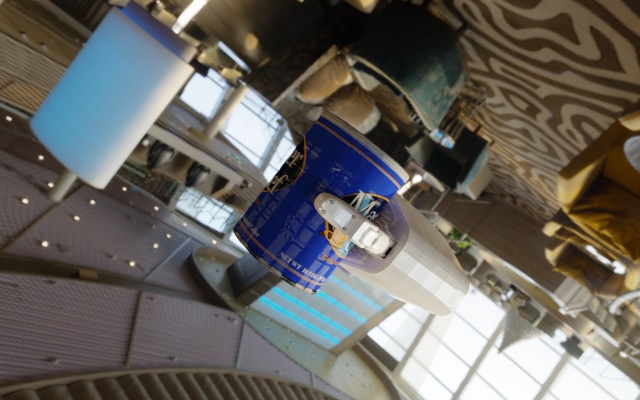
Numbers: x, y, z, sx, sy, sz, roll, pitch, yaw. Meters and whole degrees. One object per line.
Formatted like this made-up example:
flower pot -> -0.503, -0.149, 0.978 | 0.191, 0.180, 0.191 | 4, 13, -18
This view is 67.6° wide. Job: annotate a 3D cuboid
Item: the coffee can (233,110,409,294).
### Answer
coffee can -> 0.000, 0.001, 0.453 | 0.103, 0.140, 0.103 | 38, 3, -3
